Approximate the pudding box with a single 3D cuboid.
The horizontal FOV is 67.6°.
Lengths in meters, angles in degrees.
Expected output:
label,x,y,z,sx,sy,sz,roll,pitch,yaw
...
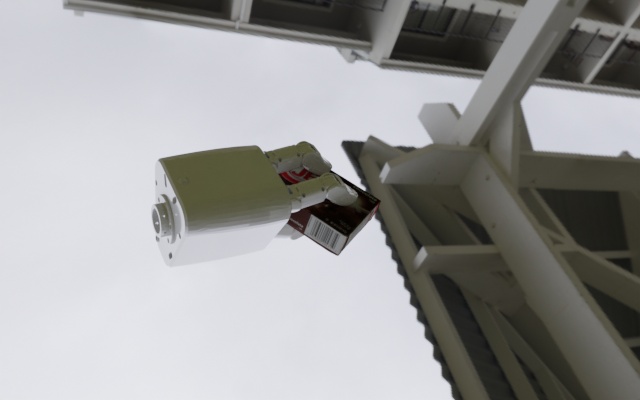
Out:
label,x,y,z,sx,sy,sz,roll,pitch,yaw
pudding box,0.000,0.002,0.551,0.113,0.039,0.090,34,40,12
